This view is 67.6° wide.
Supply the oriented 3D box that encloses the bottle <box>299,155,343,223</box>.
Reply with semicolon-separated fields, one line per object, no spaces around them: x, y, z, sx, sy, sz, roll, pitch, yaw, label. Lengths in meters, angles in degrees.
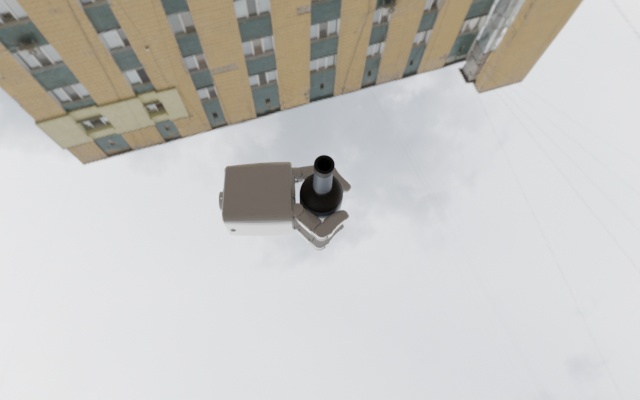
0.000;0.003;0.756;0.069;0.069;0.296;0;-20;-2;bottle
